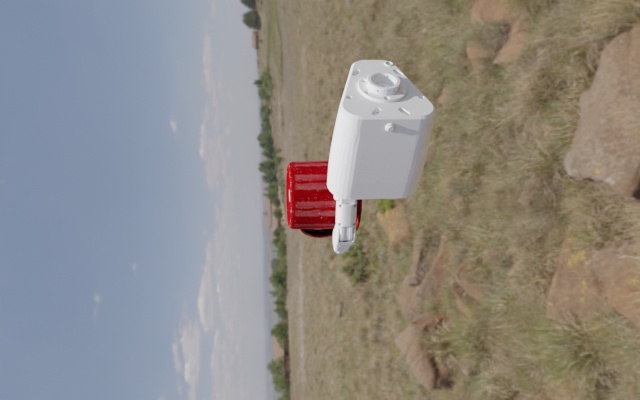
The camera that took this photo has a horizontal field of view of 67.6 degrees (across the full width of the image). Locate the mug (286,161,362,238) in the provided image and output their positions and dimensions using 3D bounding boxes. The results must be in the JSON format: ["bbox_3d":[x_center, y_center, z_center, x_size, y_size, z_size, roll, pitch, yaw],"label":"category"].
[{"bbox_3d":[0.000,0.003,0.587,0.081,0.117,0.093,-1,45,-7],"label":"mug"}]
